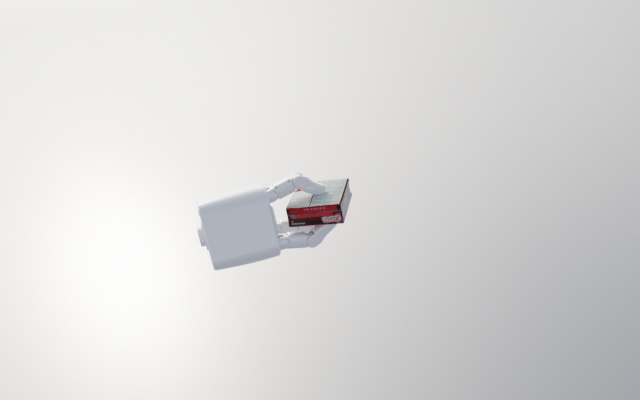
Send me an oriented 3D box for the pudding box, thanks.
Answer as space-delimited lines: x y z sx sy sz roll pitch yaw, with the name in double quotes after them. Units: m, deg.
0.000 0.002 0.785 0.090 0.039 0.113 -4 25 13 "pudding box"
